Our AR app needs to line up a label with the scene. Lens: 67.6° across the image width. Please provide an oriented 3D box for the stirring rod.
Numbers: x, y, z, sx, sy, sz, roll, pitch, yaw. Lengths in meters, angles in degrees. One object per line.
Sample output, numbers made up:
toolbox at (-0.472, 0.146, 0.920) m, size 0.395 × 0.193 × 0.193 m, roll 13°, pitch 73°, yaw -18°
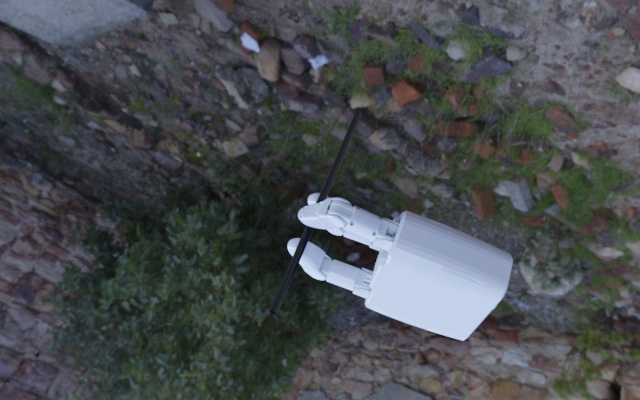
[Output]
stirring rod at (0.000, 0.002, 0.482) m, size 0.011 × 0.239 × 0.011 m, roll 19°, pitch -26°, yaw 10°
